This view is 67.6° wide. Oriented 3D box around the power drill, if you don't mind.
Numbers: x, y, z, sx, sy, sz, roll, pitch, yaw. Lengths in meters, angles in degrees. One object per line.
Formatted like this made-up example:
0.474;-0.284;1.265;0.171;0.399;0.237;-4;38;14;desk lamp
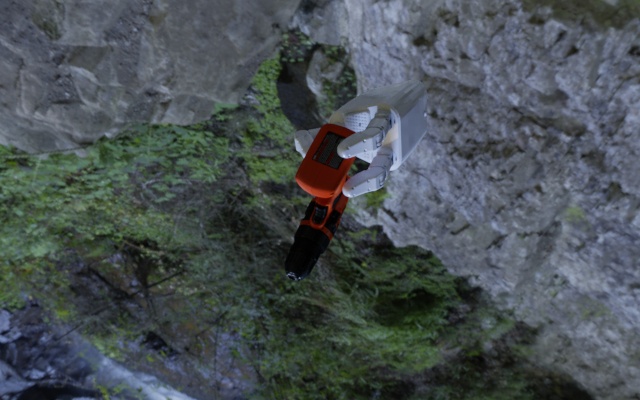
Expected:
0.000;0.002;0.646;0.057;0.184;0.188;22;-28;8;power drill
